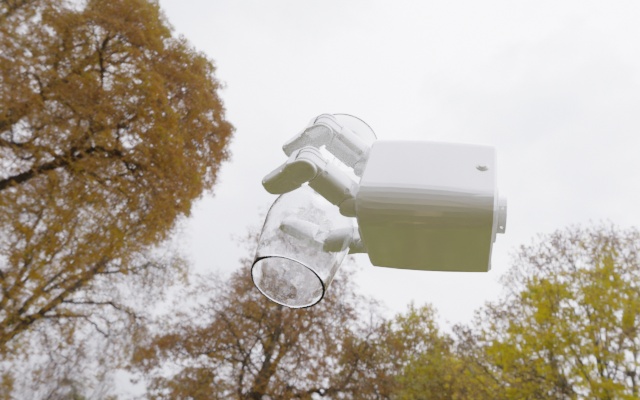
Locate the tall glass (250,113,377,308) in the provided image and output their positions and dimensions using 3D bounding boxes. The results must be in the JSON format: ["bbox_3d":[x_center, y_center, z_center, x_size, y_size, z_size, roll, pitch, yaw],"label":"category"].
[{"bbox_3d":[0.000,0.001,0.444,0.079,0.079,0.201,0,40,21],"label":"tall glass"}]
